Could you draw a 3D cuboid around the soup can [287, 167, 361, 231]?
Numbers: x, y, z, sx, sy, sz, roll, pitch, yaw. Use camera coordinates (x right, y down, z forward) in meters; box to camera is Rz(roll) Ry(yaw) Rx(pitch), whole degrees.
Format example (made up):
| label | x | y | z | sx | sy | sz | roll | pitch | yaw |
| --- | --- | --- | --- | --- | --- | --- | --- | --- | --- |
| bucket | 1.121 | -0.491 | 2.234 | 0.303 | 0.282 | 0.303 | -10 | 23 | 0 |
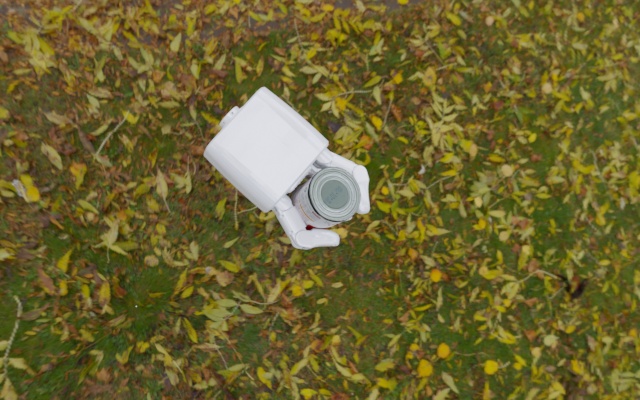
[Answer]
| label | x | y | z | sx | sy | sz | roll | pitch | yaw |
| --- | --- | --- | --- | --- | --- | --- | --- | --- | --- |
| soup can | 0.001 | 0.002 | 0.597 | 0.068 | 0.068 | 0.102 | 0 | -12 | -21 |
